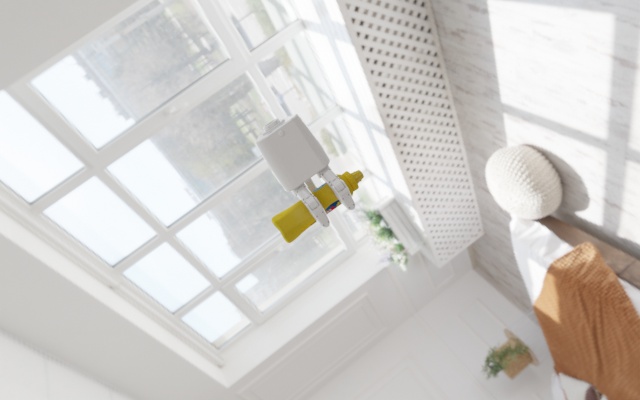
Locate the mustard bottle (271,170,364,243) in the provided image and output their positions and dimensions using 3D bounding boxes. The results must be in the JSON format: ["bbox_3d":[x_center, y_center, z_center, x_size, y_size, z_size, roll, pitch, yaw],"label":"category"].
[{"bbox_3d":[0.000,0.003,0.896,0.191,0.058,0.096,-36,-7,-6],"label":"mustard bottle"}]
